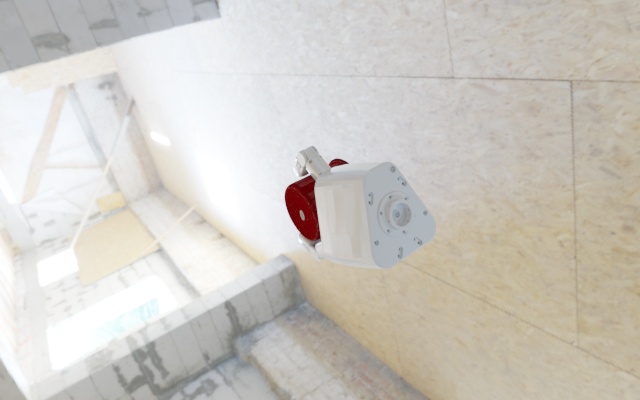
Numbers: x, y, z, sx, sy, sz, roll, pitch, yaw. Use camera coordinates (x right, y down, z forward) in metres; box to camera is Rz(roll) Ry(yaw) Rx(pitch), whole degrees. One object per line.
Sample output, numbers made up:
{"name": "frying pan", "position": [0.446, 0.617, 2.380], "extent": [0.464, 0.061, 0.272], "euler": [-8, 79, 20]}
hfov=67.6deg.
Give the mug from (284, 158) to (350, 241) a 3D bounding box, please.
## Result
{"name": "mug", "position": [-0.001, 0.002, 0.648], "extent": [0.081, 0.093, 0.117], "euler": [-27, 10, -26]}
